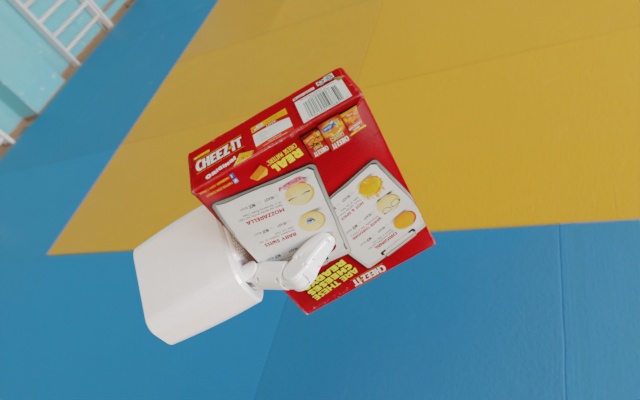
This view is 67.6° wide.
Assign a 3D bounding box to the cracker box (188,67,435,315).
[{"bbox_3d":[0.000,0.002,0.474,0.164,0.214,0.072,-30,41,6],"label":"cracker box"}]
